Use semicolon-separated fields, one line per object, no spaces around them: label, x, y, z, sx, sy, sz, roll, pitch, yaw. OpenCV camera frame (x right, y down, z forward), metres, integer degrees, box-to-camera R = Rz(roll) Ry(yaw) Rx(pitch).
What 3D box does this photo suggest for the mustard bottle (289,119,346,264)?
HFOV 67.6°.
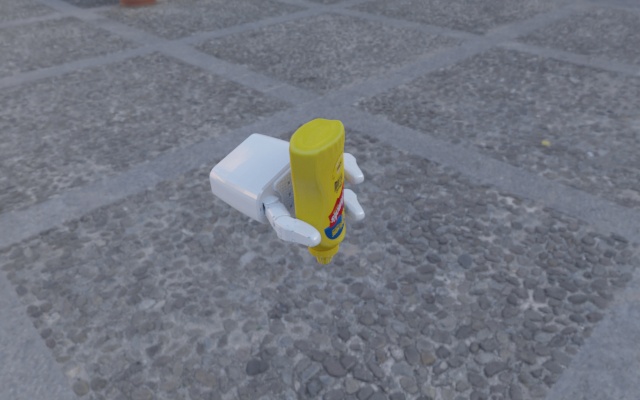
mustard bottle;0.000;0.002;0.601;0.058;0.192;0.096;8;34;16
